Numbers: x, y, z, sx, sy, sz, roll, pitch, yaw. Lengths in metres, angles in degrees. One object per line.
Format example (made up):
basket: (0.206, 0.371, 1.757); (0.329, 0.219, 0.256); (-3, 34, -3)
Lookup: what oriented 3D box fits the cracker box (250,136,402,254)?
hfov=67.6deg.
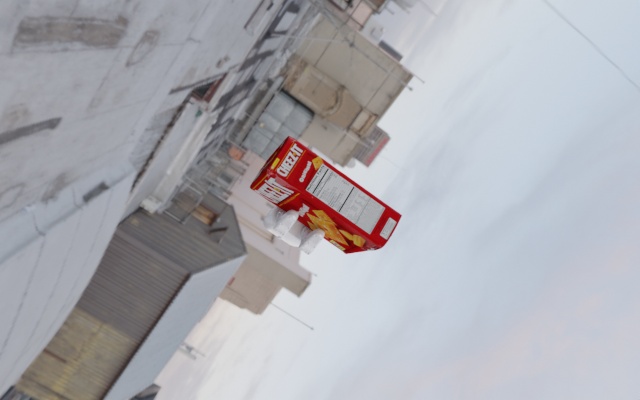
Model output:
cracker box: (0.000, 0.002, 0.775); (0.214, 0.072, 0.164); (34, -17, -10)
